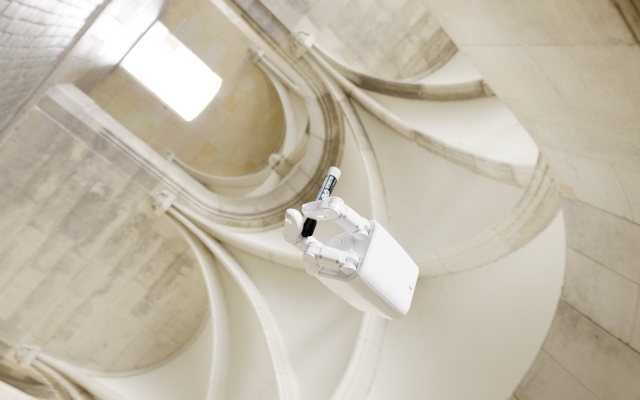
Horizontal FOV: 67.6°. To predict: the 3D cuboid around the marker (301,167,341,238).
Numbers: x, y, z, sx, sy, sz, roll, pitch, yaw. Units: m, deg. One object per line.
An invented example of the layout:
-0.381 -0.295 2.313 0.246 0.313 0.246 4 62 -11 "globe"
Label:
0.000 0.002 0.669 0.020 0.121 0.020 17 -35 12 "marker"
